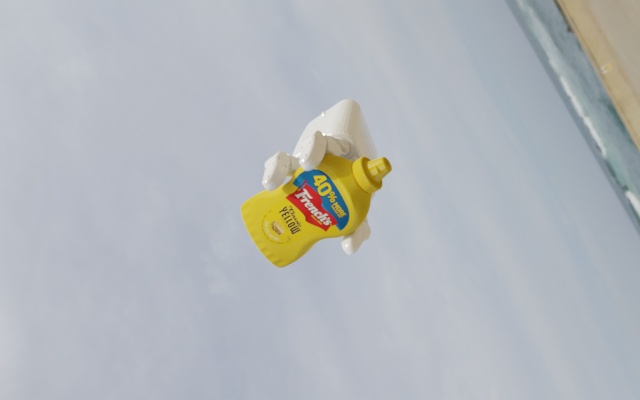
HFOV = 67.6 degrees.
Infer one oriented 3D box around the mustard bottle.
[{"bbox_3d":[0.000,0.002,0.560,0.192,0.096,0.058,-30,1,29],"label":"mustard bottle"}]
